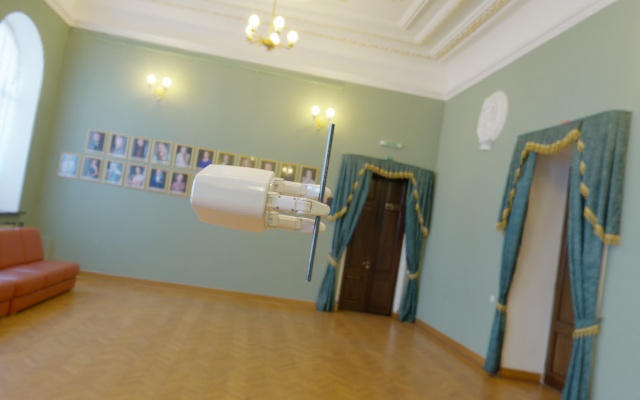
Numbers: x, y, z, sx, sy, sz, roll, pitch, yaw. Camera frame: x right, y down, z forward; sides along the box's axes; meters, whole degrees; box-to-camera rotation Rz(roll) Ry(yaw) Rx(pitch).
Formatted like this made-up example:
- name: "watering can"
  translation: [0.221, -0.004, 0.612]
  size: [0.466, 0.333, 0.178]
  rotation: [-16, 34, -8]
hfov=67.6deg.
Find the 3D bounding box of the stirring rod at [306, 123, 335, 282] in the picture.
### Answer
- name: "stirring rod"
  translation: [0.000, 0.002, 0.720]
  size: [0.011, 0.239, 0.011]
  rotation: [9, -3, 0]
